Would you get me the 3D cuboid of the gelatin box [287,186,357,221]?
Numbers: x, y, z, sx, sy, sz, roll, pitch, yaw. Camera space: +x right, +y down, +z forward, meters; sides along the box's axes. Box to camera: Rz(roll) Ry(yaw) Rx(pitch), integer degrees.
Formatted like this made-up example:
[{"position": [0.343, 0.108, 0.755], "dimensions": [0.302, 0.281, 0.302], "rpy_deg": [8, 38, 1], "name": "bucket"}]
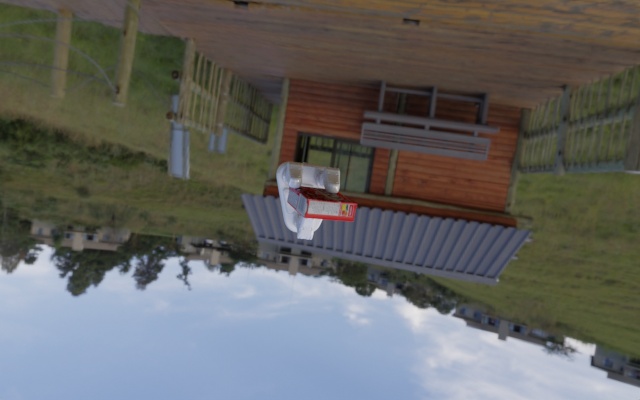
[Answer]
[{"position": [0.000, 0.003, 0.672], "dimensions": [0.073, 0.030, 0.089], "rpy_deg": [6, 12, -21], "name": "gelatin box"}]
